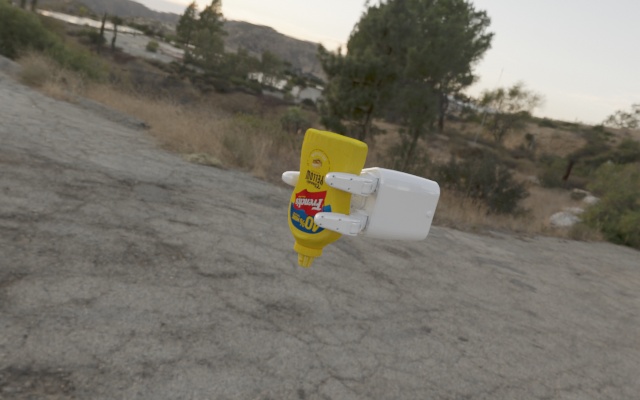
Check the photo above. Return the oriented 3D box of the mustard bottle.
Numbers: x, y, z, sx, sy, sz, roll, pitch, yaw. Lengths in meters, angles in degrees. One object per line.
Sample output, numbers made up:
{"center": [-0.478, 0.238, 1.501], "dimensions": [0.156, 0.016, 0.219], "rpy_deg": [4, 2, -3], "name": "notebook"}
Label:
{"center": [0.000, 0.002, 0.668], "dimensions": [0.096, 0.192, 0.058], "rpy_deg": [23, 15, 39], "name": "mustard bottle"}
